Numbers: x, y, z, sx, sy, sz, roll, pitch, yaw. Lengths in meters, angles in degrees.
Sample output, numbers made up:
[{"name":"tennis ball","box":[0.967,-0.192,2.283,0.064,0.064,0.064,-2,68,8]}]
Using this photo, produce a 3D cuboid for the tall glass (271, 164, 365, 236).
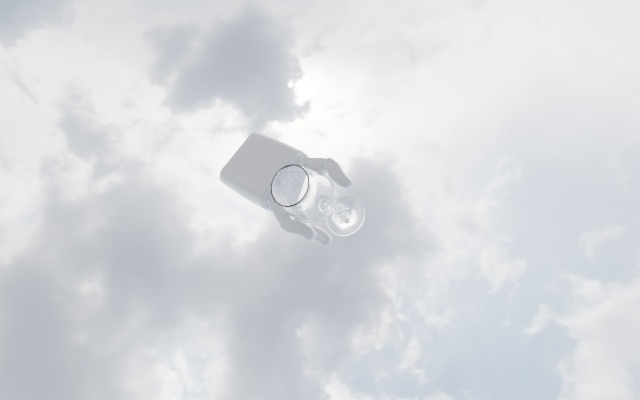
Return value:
[{"name":"tall glass","box":[0.001,0.003,0.746,0.079,0.079,0.201,0,-14,26]}]
